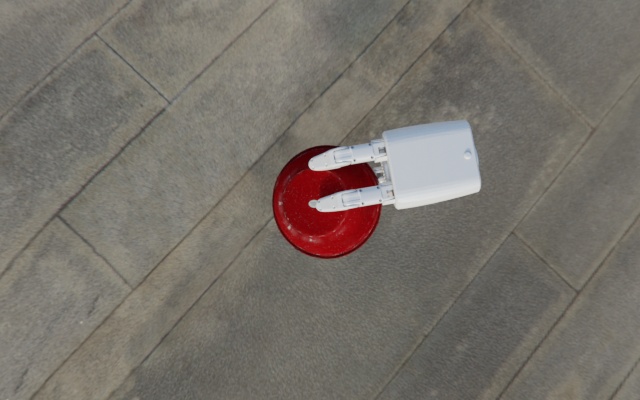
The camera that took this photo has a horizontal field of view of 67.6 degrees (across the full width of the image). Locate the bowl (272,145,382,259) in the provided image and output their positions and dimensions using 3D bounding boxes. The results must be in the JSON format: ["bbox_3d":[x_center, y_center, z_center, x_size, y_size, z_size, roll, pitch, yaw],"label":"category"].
[{"bbox_3d":[-0.001,0.003,0.652,0.162,0.162,0.055,0,0,16],"label":"bowl"}]
